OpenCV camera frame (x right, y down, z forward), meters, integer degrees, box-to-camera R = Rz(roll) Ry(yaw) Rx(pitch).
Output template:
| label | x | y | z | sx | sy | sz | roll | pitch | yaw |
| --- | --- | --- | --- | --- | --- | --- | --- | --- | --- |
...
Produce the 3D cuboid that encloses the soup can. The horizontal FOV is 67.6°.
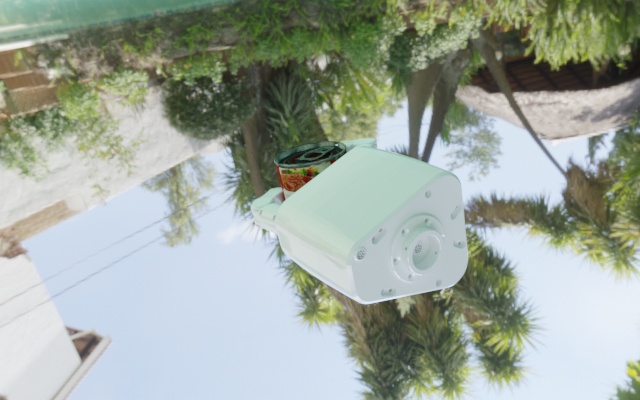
| label | x | y | z | sx | sy | sz | roll | pitch | yaw |
| --- | --- | --- | --- | --- | --- | --- | --- | --- | --- |
| soup can | 0.000 | 0.002 | 0.460 | 0.068 | 0.102 | 0.068 | -10 | 21 | 4 |
